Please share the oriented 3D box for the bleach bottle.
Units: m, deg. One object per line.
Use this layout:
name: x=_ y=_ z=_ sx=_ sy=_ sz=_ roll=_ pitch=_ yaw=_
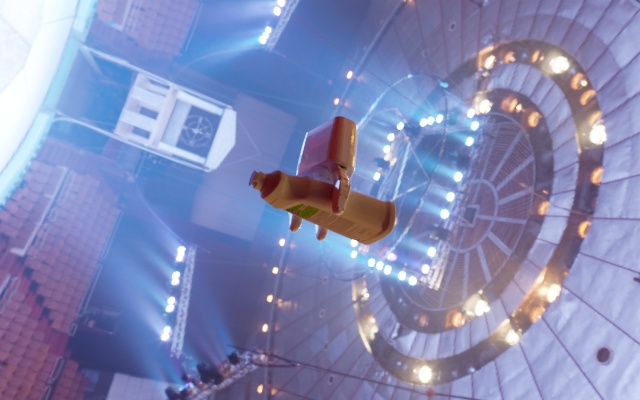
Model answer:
bleach bottle: x=0.000 y=0.003 z=0.825 sx=0.251 sy=0.068 sz=0.103 roll=22 pitch=-32 yaw=-21
